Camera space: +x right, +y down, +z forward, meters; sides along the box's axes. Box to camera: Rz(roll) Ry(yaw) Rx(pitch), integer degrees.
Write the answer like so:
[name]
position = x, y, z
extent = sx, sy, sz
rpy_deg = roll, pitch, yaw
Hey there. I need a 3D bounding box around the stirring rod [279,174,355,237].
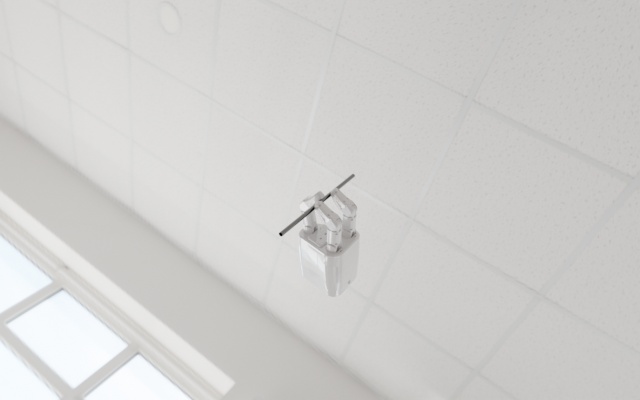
[stirring rod]
position = 0.000, 0.003, 0.869
extent = 0.011, 0.011, 0.239
rpy_deg = 0, 26, 37
